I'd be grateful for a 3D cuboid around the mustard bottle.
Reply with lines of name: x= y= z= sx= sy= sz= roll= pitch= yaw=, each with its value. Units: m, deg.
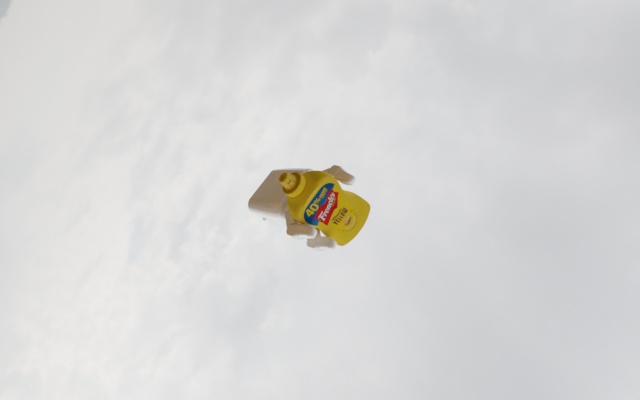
mustard bottle: x=0.001 y=0.003 z=0.817 sx=0.192 sy=0.096 sz=0.058 roll=34 pitch=4 yaw=-41
